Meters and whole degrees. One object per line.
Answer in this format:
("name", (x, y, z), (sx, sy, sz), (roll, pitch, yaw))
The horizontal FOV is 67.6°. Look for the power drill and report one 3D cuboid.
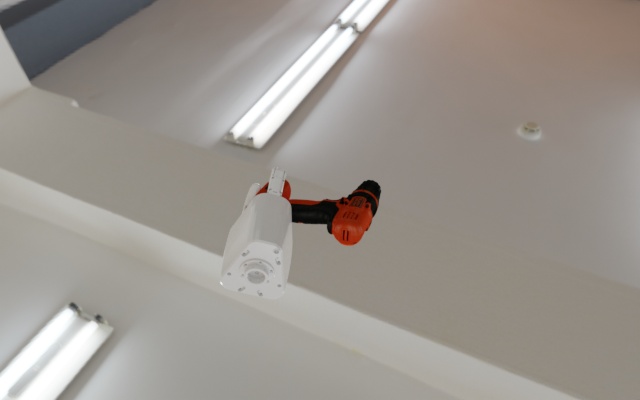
("power drill", (0.000, 0.003, 0.788), (0.187, 0.057, 0.184), (7, 25, 16))
